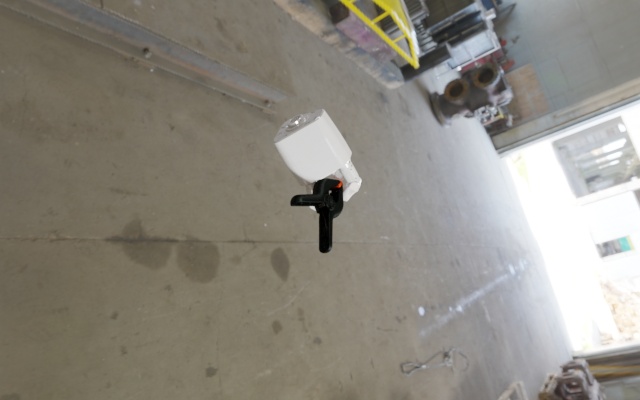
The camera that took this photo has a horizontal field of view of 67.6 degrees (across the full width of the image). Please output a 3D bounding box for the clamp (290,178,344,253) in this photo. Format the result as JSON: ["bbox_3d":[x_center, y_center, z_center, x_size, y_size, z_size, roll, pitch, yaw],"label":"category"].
[{"bbox_3d":[0.001,0.003,0.891,0.039,0.120,0.171,-16,32,26],"label":"clamp"}]
